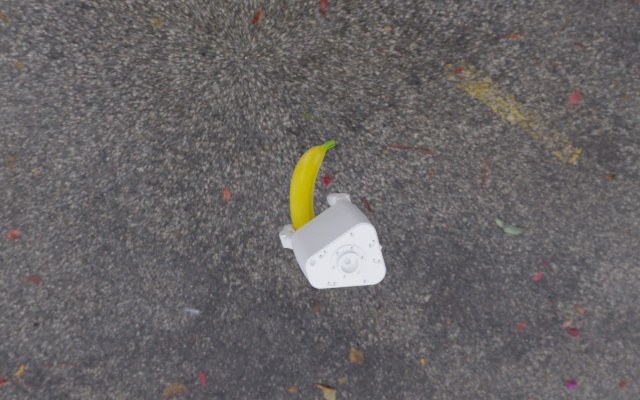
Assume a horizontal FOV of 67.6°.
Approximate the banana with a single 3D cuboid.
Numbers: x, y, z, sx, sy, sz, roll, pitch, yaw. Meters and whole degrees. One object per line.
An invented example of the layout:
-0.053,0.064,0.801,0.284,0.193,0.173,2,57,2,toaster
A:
-0.017,-0.002,0.778,0.069,0.198,0.037,5,11,-17,banana
